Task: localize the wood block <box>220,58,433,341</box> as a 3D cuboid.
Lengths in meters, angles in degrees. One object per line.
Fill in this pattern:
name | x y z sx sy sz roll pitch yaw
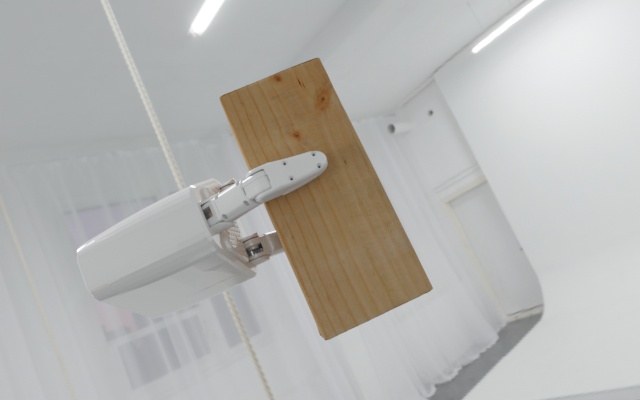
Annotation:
wood block | 0.000 0.001 0.406 0.090 0.206 0.091 -24 -10 -7
